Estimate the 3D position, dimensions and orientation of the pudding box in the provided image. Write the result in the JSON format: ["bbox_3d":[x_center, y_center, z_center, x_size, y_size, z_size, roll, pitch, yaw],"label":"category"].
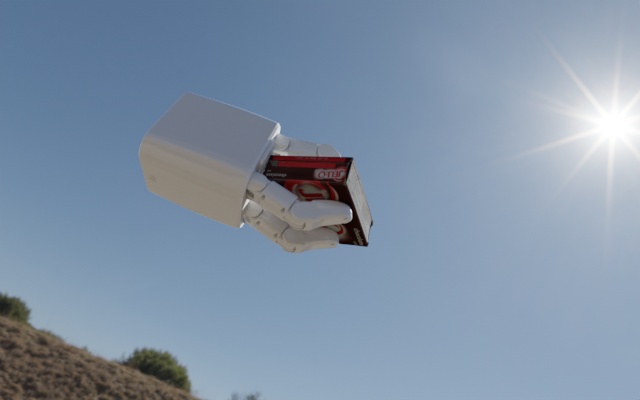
[{"bbox_3d":[0.000,0.001,0.495,0.090,0.039,0.114,4,-33,23],"label":"pudding box"}]
